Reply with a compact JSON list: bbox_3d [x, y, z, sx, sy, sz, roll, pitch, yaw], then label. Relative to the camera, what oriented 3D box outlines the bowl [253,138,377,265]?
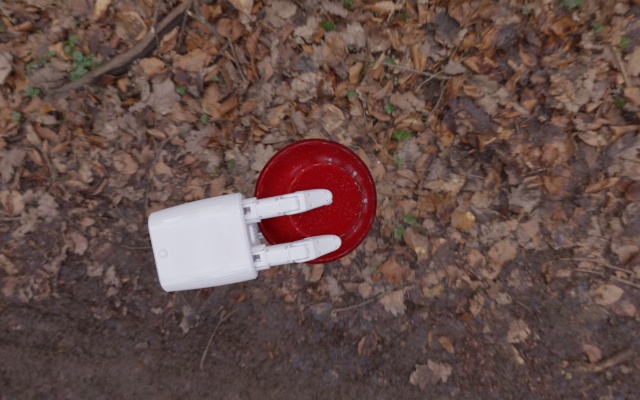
[{"bbox_3d":[0.001,0.001,0.585,0.162,0.162,0.055,0,1,-11],"label":"bowl"}]
